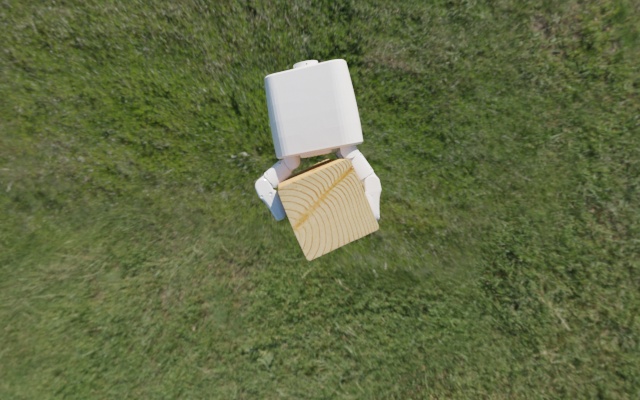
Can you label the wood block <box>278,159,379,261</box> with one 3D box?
[{"bbox_3d":[0.000,0.002,0.628,0.091,0.090,0.206,-23,6,-2],"label":"wood block"}]
